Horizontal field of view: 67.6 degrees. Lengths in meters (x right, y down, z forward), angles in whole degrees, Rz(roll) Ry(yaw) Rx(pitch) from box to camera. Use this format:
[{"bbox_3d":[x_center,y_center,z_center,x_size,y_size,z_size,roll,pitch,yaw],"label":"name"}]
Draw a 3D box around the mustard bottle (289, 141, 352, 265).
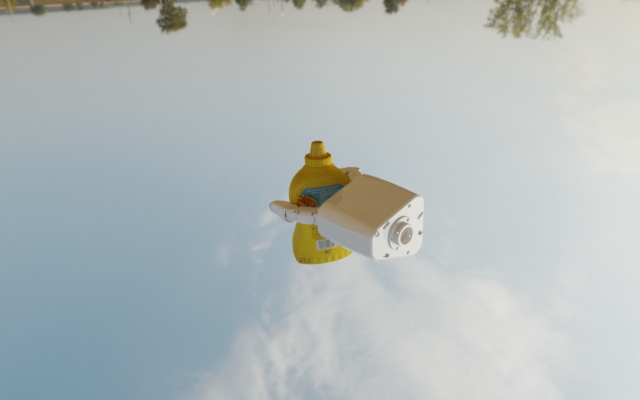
[{"bbox_3d":[0.000,0.003,0.736,0.096,0.192,0.058,-8,24,-12],"label":"mustard bottle"}]
